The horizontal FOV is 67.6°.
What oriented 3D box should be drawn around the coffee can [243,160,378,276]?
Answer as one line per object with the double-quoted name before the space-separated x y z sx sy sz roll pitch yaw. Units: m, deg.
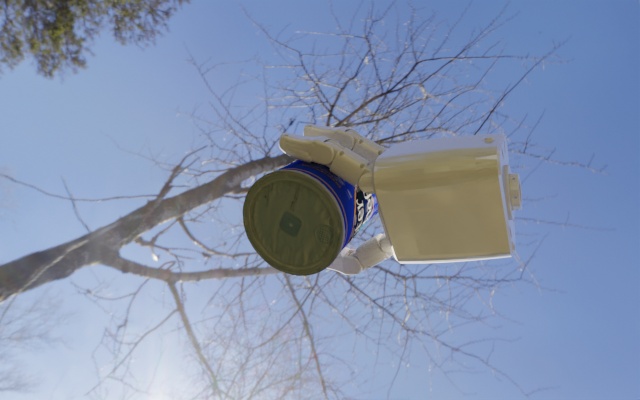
"coffee can" 0.000 0.002 0.494 0.103 0.103 0.140 0 18 25
